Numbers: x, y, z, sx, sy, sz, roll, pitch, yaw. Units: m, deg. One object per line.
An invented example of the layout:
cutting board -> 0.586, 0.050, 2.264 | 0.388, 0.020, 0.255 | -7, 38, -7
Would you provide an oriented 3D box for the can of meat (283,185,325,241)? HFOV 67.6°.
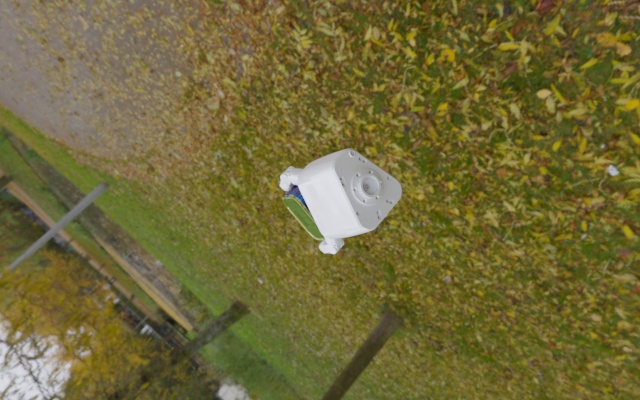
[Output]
can of meat -> 0.000, 0.003, 0.771 | 0.084, 0.102, 0.057 | -48, 18, -25
